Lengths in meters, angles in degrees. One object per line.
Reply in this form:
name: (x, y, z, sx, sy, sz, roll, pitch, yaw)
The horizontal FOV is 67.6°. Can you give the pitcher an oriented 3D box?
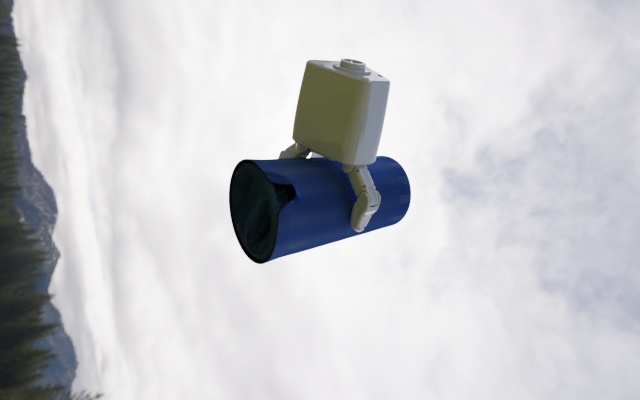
pitcher: (0.000, 0.002, 0.670, 0.243, 0.145, 0.149, -9, 32, -34)
